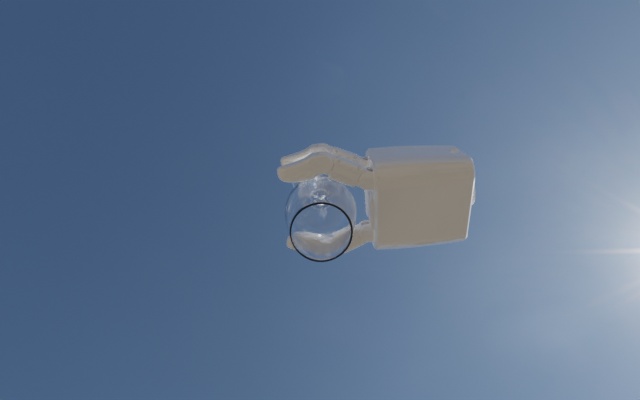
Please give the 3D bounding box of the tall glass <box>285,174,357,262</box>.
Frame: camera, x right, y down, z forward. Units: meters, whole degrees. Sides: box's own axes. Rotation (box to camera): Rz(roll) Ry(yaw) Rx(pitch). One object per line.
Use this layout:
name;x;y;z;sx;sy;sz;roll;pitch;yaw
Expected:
tall glass;0.000;0.002;0.554;0.079;0.079;0.201;0;17;0
